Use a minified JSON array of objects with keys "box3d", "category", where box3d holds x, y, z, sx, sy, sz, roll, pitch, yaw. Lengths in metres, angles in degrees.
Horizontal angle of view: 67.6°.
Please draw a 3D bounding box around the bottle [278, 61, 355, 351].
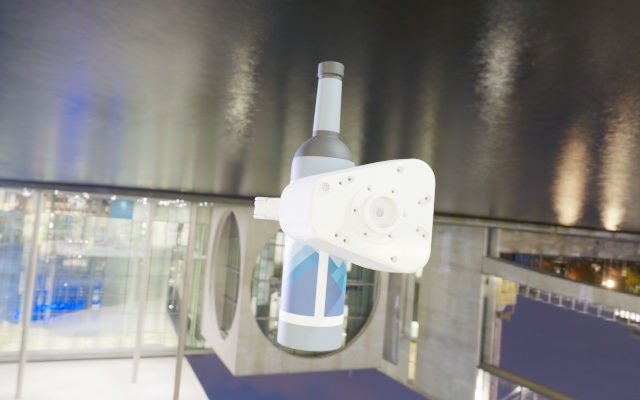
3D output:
[{"box3d":[0.000,0.002,0.504,0.069,0.295,0.069,5,-3,0],"category":"bottle"}]
